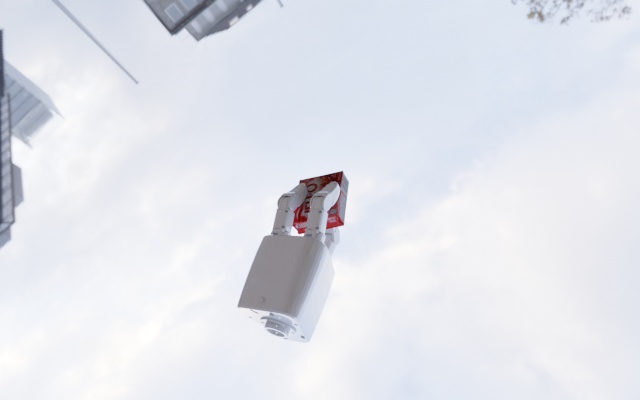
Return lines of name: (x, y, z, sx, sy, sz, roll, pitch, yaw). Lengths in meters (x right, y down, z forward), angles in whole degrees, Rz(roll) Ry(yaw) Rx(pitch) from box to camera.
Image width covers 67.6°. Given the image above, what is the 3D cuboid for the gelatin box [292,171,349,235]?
gelatin box: (0.000, 0.002, 0.696, 0.073, 0.089, 0.030, -11, -45, 23)
